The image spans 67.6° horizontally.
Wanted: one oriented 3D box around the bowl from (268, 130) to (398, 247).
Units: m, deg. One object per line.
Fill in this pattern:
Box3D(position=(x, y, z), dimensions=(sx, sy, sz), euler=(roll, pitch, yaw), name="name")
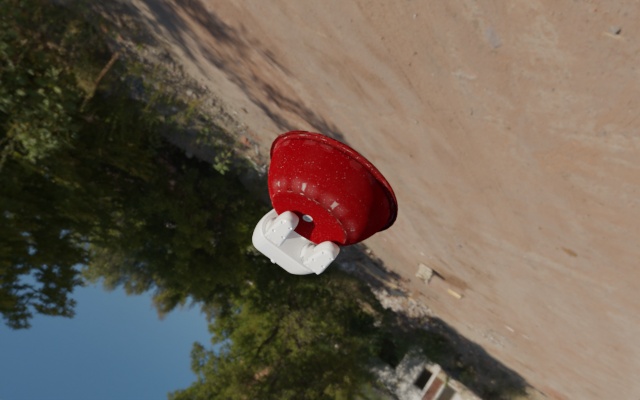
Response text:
Box3D(position=(0.000, 0.001, 0.519), dimensions=(0.162, 0.055, 0.162), euler=(25, -30, 16), name="bowl")
